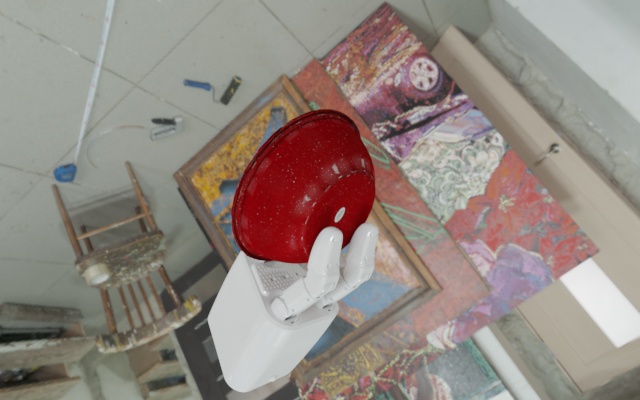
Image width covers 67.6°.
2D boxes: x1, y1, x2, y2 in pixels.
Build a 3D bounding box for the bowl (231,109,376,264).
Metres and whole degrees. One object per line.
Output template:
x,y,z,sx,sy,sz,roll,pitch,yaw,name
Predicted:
0.001,0.001,0.437,0.055,0.162,0.162,35,21,34,bowl
